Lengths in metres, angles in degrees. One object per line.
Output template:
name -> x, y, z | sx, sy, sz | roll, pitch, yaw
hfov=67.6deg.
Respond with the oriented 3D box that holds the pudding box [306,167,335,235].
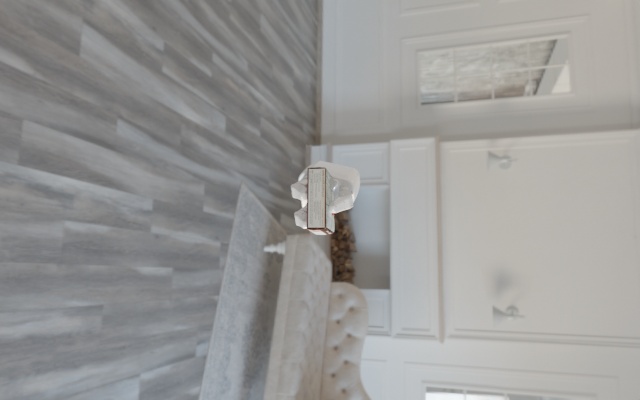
pudding box -> 0.000, 0.003, 0.873 | 0.039, 0.113, 0.090 | -3, -10, 11
